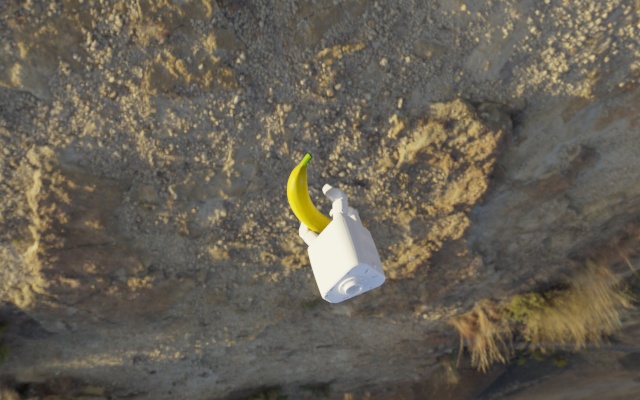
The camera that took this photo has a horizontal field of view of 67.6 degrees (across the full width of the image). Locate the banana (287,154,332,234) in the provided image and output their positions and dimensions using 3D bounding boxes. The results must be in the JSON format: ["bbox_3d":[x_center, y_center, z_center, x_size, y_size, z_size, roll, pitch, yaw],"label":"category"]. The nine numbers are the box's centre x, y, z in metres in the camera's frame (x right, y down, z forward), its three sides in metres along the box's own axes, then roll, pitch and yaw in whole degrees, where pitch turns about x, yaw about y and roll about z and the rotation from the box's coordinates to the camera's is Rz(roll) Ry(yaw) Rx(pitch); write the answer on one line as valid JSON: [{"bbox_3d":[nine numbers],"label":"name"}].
[{"bbox_3d":[-0.018,0.008,0.878,0.069,0.198,0.037,-24,42,-4],"label":"banana"}]
